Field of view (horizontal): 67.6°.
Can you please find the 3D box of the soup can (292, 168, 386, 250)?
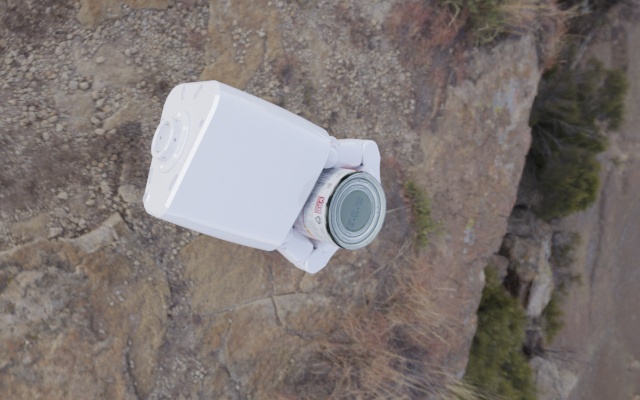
[{"bbox_3d":[0.001,0.002,0.431,0.068,0.068,0.102,0,9,-39],"label":"soup can"}]
